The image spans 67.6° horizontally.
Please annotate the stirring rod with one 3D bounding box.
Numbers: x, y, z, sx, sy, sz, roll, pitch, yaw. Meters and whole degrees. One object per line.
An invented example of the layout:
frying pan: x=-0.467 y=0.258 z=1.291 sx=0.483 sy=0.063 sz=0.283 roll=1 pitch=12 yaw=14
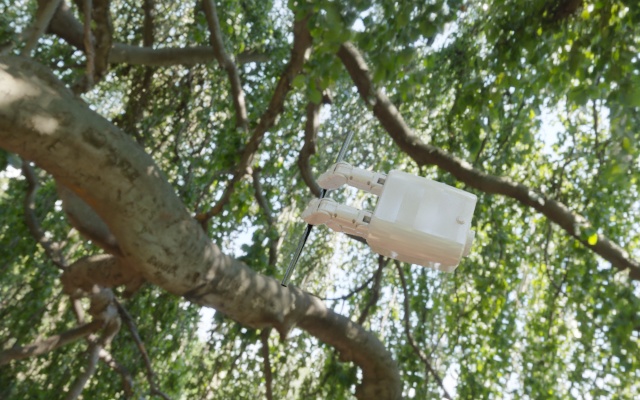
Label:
stirring rod: x=0.000 y=0.002 z=0.617 sx=0.011 sy=0.239 sz=0.011 roll=19 pitch=-27 yaw=10
